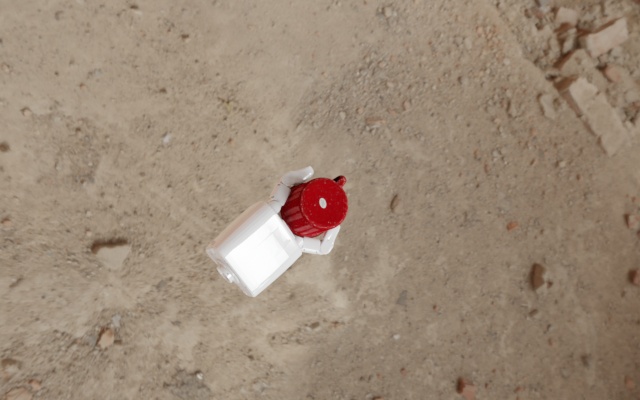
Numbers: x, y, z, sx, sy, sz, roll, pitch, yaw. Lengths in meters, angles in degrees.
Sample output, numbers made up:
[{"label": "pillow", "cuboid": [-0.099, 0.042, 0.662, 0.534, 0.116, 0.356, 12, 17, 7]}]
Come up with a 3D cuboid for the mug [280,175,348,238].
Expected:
[{"label": "mug", "cuboid": [0.001, 0.002, 0.757, 0.117, 0.093, 0.081, -44, 8, -22]}]
